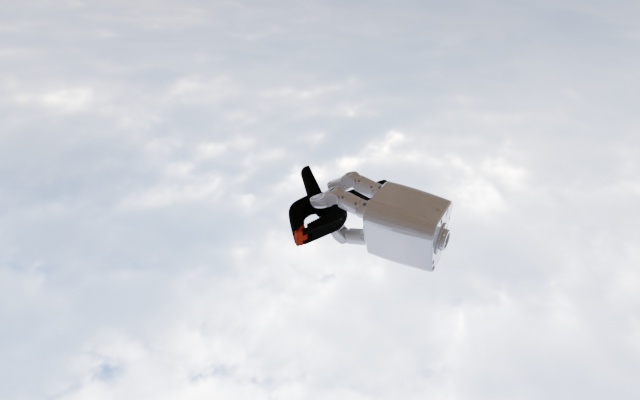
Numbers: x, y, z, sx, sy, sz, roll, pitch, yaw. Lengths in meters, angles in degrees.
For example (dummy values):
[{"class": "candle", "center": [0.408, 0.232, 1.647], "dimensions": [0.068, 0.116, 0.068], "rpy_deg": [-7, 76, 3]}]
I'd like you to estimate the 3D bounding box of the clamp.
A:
[{"class": "clamp", "center": [0.000, 0.004, 0.789], "dimensions": [0.164, 0.036, 0.210], "rpy_deg": [15, 36, 26]}]
